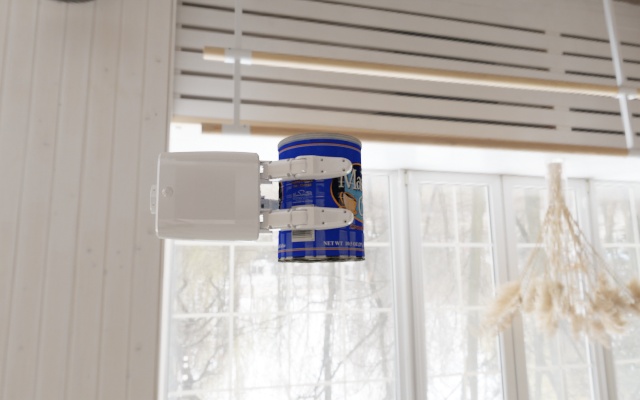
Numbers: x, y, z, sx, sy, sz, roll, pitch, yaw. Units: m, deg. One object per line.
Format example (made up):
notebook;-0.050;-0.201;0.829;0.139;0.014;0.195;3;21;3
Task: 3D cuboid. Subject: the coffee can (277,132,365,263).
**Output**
coffee can;0.000;0.002;0.565;0.103;0.140;0.103;-1;-9;0
